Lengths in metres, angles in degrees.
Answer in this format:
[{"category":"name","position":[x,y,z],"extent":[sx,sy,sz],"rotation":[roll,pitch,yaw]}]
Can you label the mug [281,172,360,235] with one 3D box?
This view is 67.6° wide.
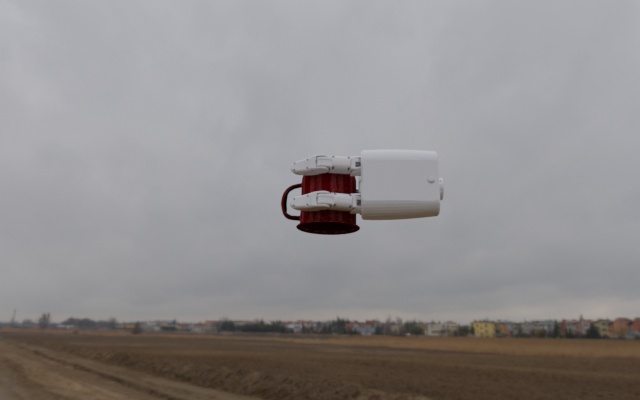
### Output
[{"category":"mug","position":[-0.001,0.002,0.707],"extent":[0.117,0.081,0.093],"rotation":[0,-15,5]}]
